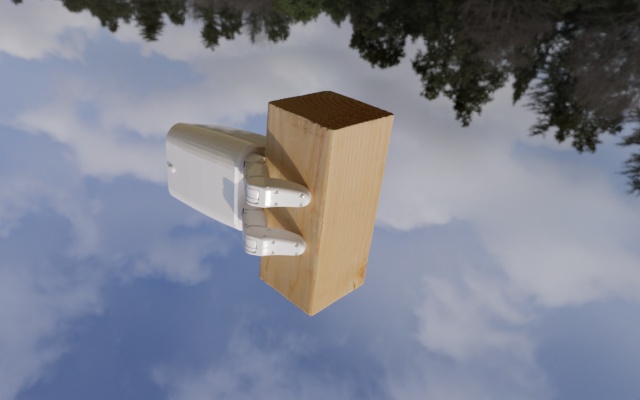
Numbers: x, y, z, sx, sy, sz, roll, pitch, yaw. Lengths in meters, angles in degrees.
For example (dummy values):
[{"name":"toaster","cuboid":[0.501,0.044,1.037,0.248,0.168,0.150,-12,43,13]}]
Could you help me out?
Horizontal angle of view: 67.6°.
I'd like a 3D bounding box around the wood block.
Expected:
[{"name":"wood block","cuboid":[0.000,0.002,0.502,0.090,0.206,0.091,29,36,35]}]
